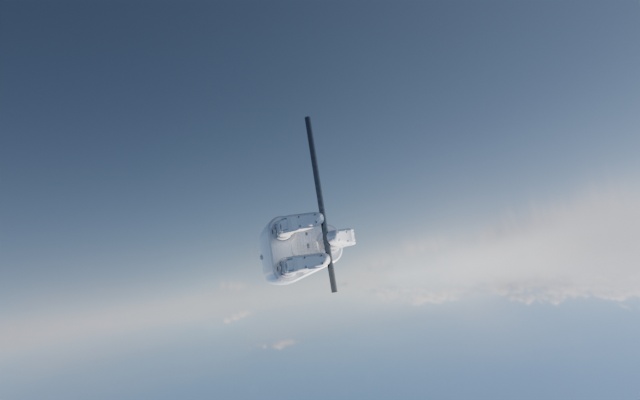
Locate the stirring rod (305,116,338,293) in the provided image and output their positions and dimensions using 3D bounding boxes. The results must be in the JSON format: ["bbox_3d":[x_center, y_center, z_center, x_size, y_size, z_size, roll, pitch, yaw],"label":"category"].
[{"bbox_3d":[0.000,0.002,0.639,0.011,0.239,0.011,-9,-10,-2],"label":"stirring rod"}]
